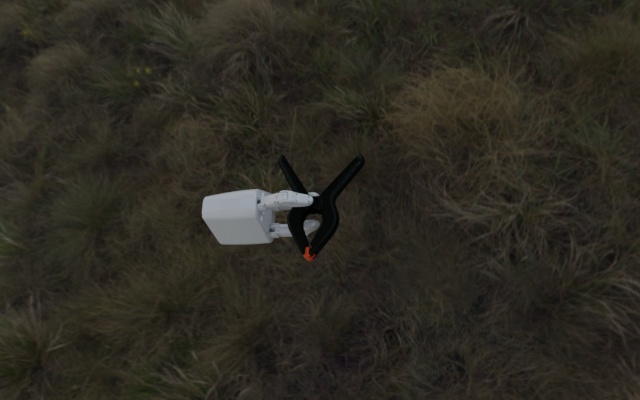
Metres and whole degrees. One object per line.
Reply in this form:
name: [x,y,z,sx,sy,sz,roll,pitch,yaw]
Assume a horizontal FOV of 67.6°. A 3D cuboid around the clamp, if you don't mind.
clamp: [0.000,0.003,0.860,0.164,0.210,0.036,-5,-23,13]
